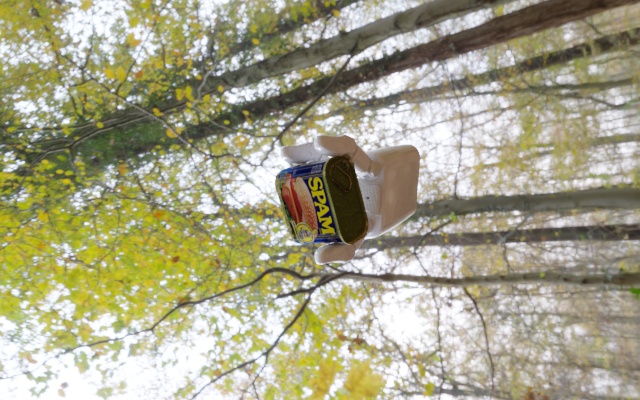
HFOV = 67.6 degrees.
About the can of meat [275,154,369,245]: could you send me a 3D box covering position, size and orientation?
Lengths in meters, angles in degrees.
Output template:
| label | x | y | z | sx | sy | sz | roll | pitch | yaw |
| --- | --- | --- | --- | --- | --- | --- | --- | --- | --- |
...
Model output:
| label | x | y | z | sx | sy | sz | roll | pitch | yaw |
| --- | --- | --- | --- | --- | --- | --- | --- | --- | --- |
| can of meat | 0.000 | 0.002 | 0.571 | 0.084 | 0.102 | 0.057 | -7 | 13 | 40 |
